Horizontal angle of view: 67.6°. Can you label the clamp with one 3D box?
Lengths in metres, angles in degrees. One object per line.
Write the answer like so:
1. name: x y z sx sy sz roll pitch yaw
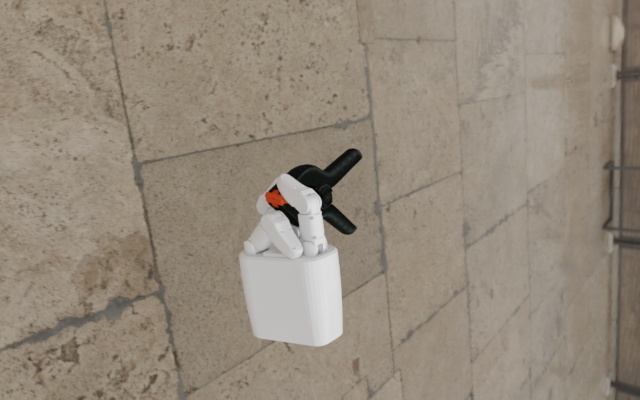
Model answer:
1. clamp: 0.000 0.002 0.619 0.039 0.120 0.171 4 15 43
